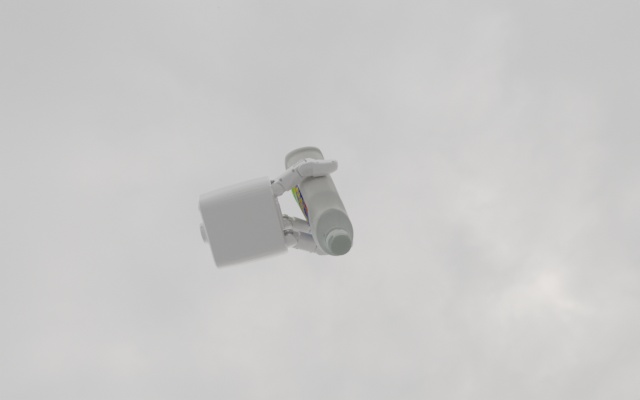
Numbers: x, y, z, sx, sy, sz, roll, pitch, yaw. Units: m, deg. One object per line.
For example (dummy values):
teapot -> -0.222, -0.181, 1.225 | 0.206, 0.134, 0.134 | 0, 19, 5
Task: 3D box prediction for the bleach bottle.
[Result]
bleach bottle -> 0.000, 0.002, 0.704 | 0.068, 0.103, 0.250 | -15, 24, -6
